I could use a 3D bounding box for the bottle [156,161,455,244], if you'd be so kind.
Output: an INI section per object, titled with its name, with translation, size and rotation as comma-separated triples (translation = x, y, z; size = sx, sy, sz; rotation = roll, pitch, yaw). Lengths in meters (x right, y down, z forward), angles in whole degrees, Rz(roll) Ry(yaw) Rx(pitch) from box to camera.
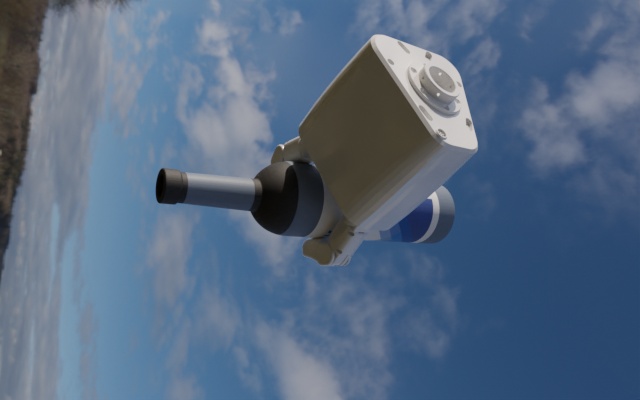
[bottle]
translation = 0.000, 0.002, 0.444
size = 0.296, 0.069, 0.069
rotation = 6, -3, -33
